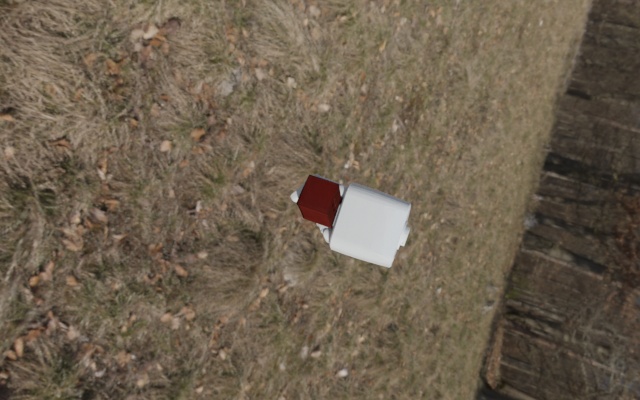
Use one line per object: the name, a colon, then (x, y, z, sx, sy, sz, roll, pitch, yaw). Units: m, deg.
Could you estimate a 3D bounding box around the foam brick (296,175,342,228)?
foam brick: (0.000, 0.002, 0.751, 0.051, 0.053, 0.078, 19, -16, 12)
